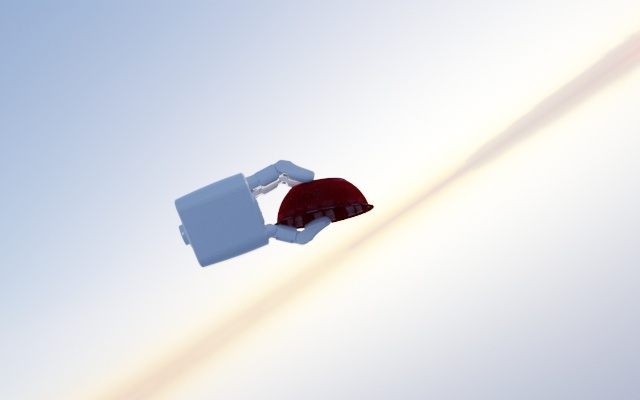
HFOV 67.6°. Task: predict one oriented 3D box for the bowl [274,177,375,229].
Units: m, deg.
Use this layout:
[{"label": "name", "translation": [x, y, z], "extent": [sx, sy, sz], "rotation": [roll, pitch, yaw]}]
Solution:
[{"label": "bowl", "translation": [0.001, 0.002, 0.745], "extent": [0.162, 0.055, 0.162], "rotation": [-11, -11, -2]}]
